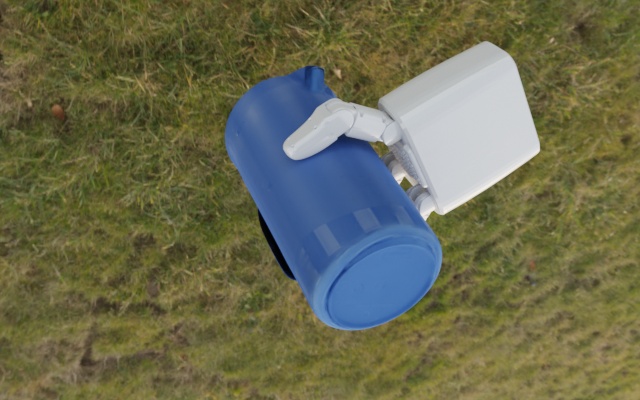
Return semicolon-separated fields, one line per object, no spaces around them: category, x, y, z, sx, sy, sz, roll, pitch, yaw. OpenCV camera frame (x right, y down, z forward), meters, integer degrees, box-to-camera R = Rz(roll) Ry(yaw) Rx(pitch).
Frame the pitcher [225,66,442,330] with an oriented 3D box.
pitcher;0.000;0.001;0.442;0.145;0.149;0.242;-30;44;0
